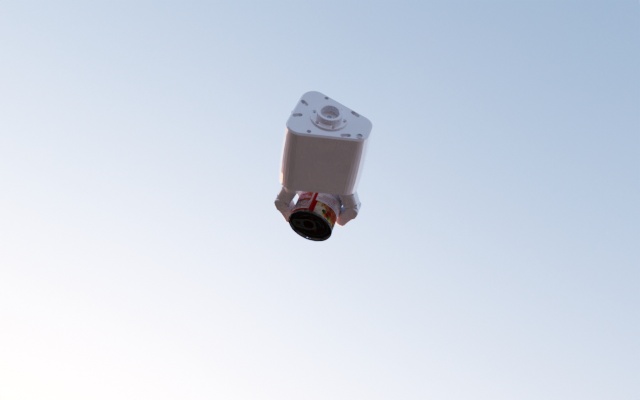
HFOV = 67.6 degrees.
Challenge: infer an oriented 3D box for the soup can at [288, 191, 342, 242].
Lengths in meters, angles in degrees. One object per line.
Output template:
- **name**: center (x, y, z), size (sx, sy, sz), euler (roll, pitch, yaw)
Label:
- **soup can**: center (0.000, 0.003, 0.729), size (0.068, 0.102, 0.069), euler (14, -40, 12)
